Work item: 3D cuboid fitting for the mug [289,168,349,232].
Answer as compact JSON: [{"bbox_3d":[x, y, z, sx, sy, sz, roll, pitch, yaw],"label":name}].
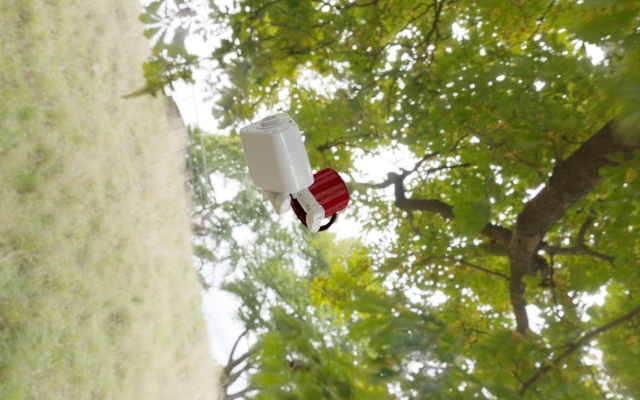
[{"bbox_3d":[0.001,0.004,0.861,0.081,0.117,0.093,-27,30,-23],"label":"mug"}]
